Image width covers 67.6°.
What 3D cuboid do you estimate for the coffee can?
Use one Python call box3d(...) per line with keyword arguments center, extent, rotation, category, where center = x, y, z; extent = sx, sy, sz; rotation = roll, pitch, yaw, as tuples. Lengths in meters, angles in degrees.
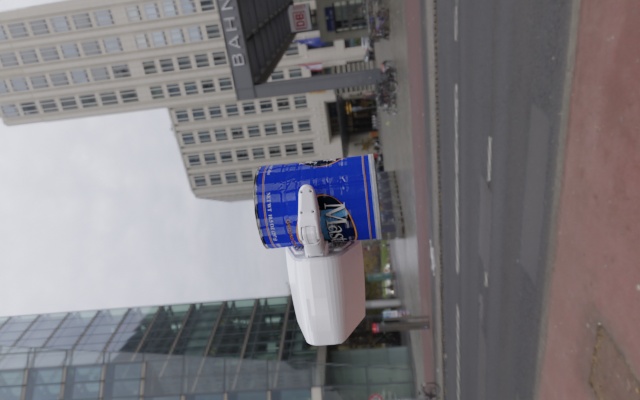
box3d(center=(0.000, 0.002, 0.579), extent=(0.140, 0.103, 0.103), rotation=(-6, -1, 6), category="coffee can")
